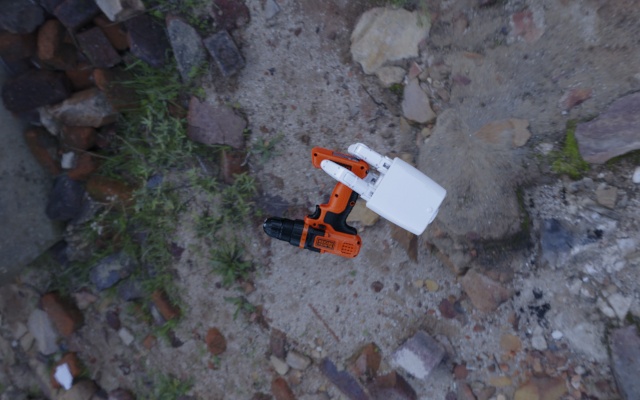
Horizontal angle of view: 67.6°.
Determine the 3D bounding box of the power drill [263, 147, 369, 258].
[{"bbox_3d":[0.001,0.002,0.863,0.184,0.188,0.057,13,17,-3],"label":"power drill"}]
